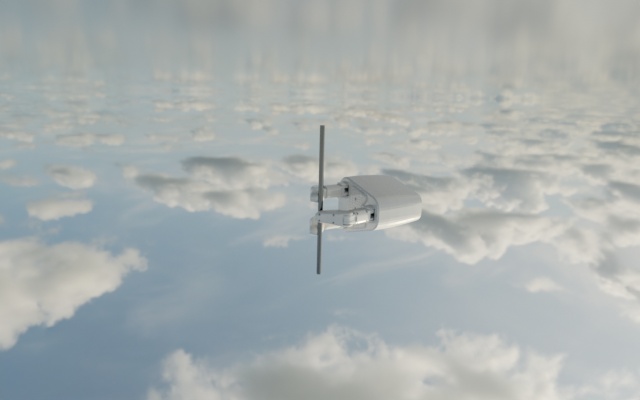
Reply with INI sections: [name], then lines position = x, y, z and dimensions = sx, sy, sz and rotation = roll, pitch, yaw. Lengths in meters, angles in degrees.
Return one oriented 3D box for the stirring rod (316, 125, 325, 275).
[stirring rod]
position = 0.000, 0.002, 0.756
dimensions = 0.011, 0.239, 0.011
rotation = 1, 13, 0
